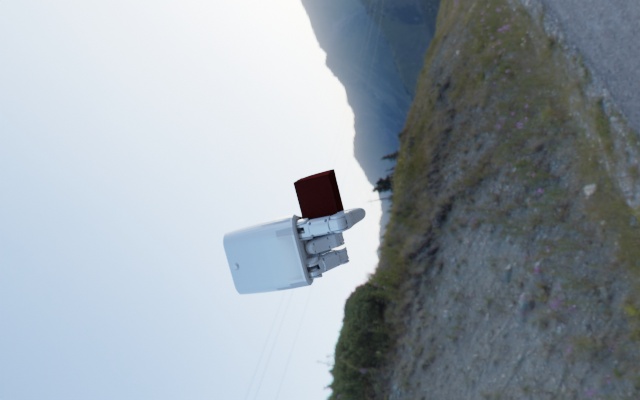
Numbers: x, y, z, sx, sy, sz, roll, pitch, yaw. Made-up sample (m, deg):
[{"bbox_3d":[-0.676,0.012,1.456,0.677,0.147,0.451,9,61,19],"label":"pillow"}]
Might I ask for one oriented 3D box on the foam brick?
[{"bbox_3d":[0.000,0.002,0.659,0.051,0.078,0.053,-12,8,13],"label":"foam brick"}]
